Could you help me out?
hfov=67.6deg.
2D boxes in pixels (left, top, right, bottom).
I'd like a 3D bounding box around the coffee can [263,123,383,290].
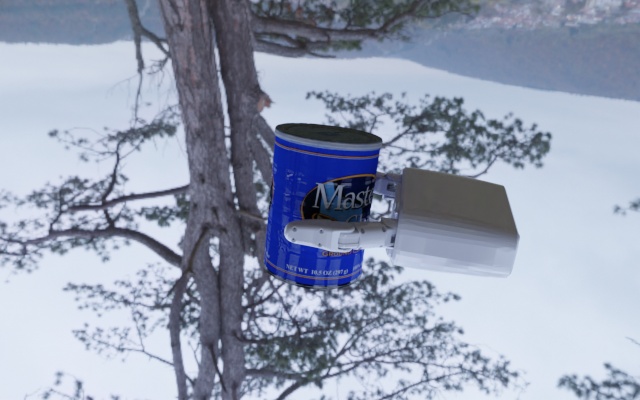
[{"bbox_3d":[0.000,0.001,0.472,0.103,0.140,0.102,6,17,-2],"label":"coffee can"}]
